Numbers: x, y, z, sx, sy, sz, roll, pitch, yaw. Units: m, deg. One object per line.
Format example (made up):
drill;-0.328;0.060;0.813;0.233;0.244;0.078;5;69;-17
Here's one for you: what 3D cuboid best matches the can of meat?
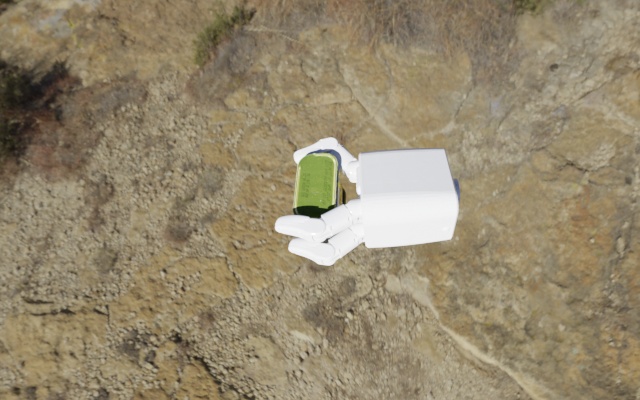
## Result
can of meat;0.000;0.002;0.608;0.057;0.102;0.084;-1;-30;8
